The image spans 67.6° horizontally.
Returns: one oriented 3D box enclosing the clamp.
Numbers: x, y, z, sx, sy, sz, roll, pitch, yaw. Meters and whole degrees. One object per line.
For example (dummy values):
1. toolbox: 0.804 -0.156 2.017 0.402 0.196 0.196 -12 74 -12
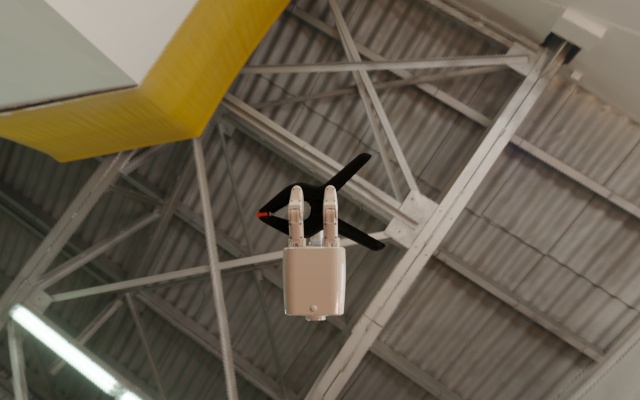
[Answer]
1. clamp: 0.000 0.003 0.795 0.210 0.164 0.036 -1 -11 4
